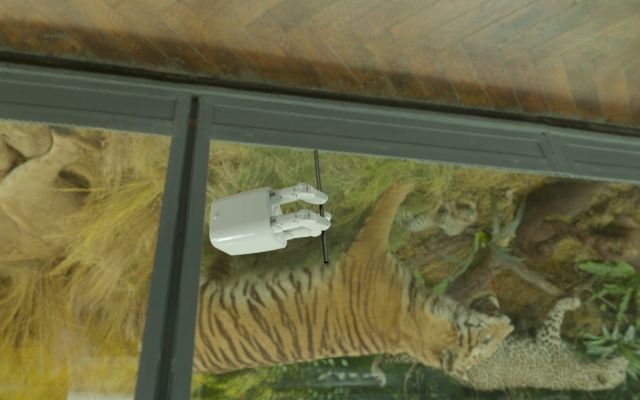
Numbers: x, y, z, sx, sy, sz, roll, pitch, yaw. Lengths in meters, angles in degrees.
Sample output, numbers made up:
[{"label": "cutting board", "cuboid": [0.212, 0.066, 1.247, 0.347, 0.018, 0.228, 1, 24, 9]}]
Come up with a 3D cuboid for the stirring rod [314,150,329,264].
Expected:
[{"label": "stirring rod", "cuboid": [0.000, 0.003, 0.841, 0.011, 0.239, 0.011, -4, -36, -3]}]
